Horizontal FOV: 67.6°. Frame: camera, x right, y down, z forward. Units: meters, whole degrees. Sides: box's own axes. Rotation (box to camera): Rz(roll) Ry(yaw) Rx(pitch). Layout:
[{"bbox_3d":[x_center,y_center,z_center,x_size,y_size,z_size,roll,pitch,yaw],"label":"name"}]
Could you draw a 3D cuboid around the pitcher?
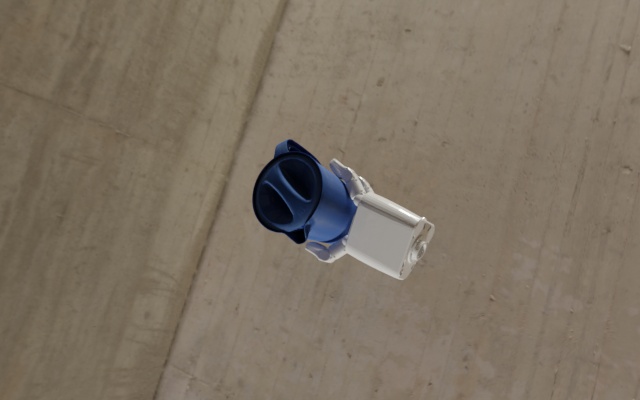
[{"bbox_3d":[0.000,0.003,0.847,0.145,0.149,0.243,26,0,33],"label":"pitcher"}]
